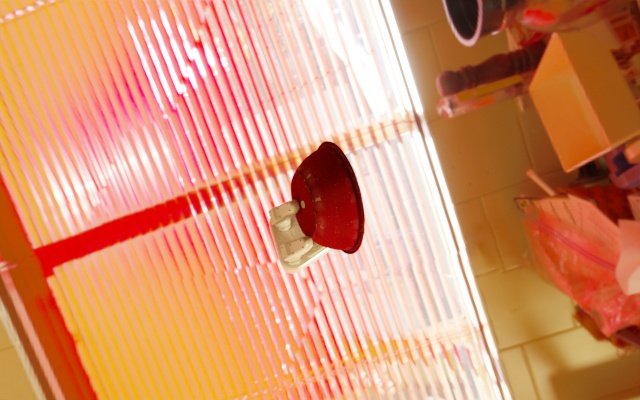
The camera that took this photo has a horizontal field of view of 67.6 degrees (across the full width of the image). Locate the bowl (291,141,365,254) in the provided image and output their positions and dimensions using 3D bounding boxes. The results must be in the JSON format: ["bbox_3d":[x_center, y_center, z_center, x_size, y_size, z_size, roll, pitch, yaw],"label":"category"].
[{"bbox_3d":[0.000,0.002,0.657,0.055,0.162,0.162,-13,5,-20],"label":"bowl"}]
